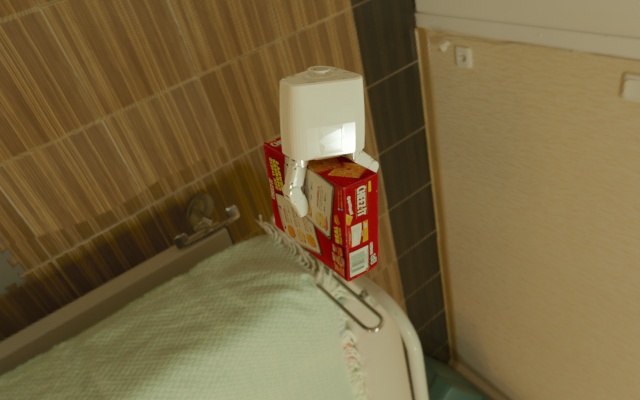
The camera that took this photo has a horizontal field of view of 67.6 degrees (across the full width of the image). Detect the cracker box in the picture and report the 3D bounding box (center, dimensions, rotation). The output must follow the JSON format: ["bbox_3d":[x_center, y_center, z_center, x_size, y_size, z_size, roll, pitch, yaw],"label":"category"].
[{"bbox_3d":[0.000,0.003,0.756,0.072,0.164,0.213,-23,34,-28],"label":"cracker box"}]
